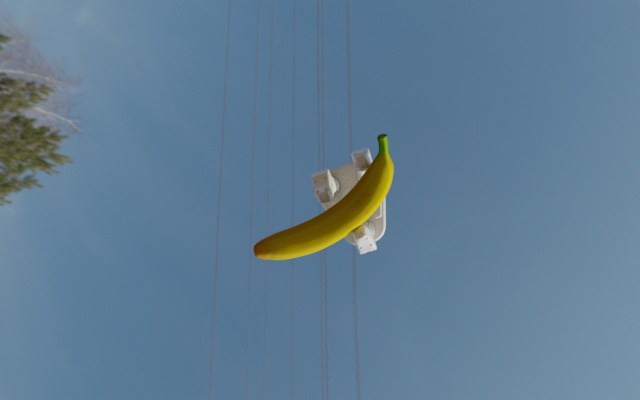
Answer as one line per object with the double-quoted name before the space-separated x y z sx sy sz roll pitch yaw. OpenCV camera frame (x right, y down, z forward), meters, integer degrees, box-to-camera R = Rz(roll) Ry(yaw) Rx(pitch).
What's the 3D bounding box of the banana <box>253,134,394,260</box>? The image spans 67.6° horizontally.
"banana" 0.015 0.012 0.542 0.198 0.070 0.037 -42 18 5
